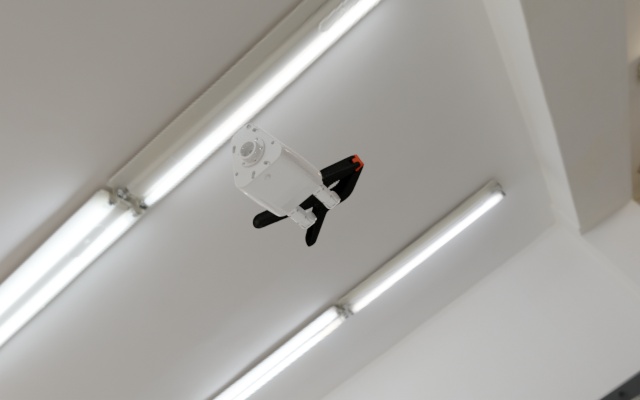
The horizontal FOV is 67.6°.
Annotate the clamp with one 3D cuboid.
[{"bbox_3d":[0.000,0.002,0.858,0.210,0.036,0.165,-40,-35,10],"label":"clamp"}]
